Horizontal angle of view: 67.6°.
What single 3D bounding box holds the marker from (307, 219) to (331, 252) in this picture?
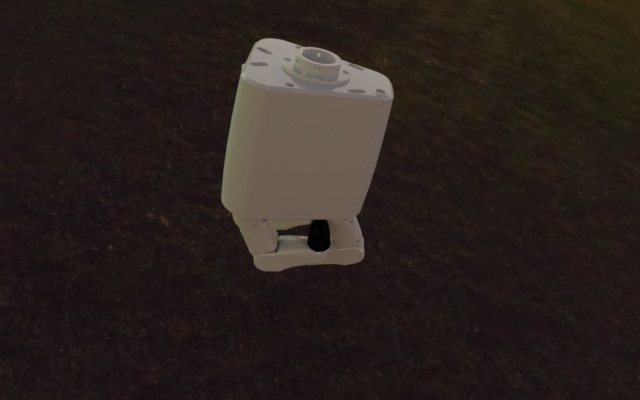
[{"bbox_3d":[0.000,0.001,0.420,0.020,0.020,0.121,0,36,2],"label":"marker"}]
